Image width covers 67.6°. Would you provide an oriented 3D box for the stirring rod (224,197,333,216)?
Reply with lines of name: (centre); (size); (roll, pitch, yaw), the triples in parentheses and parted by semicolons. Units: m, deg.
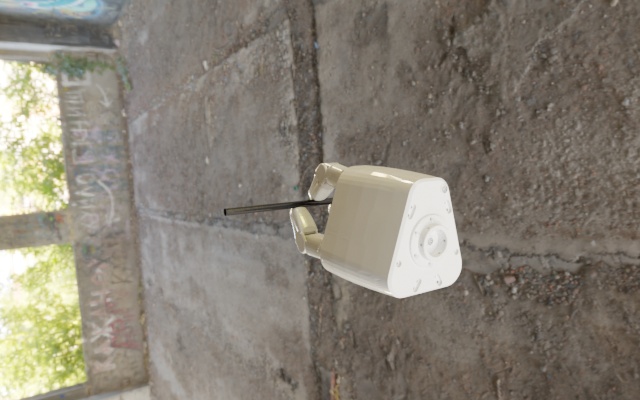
stirring rod: (0.000, 0.002, 0.570); (0.239, 0.011, 0.011); (-6, 3, -32)
